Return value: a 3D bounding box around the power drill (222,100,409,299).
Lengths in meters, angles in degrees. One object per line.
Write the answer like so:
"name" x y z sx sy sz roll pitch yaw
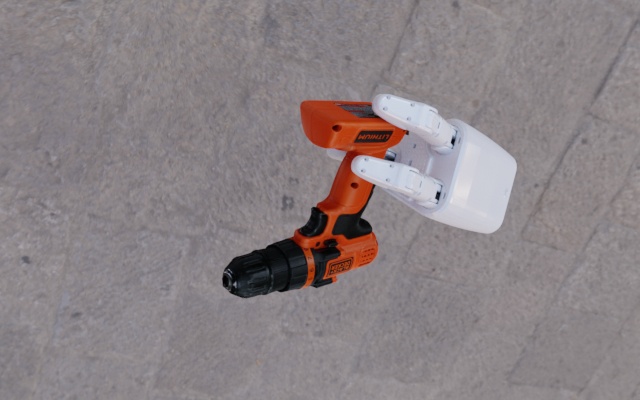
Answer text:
"power drill" 0.000 0.001 0.454 0.184 0.188 0.057 -11 38 -41
